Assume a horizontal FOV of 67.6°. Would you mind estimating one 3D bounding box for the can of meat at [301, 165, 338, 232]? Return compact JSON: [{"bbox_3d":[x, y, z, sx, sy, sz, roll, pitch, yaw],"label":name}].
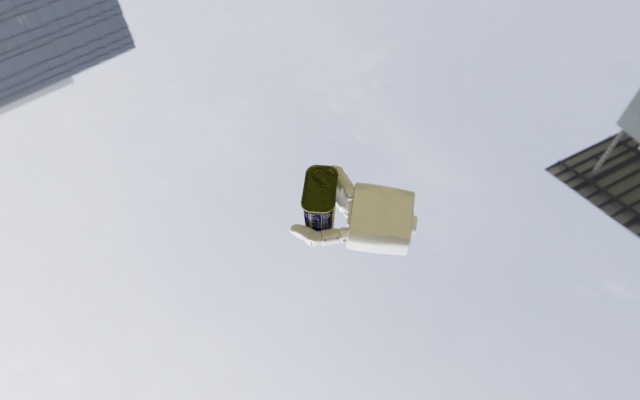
[{"bbox_3d":[0.000,0.003,0.840,0.057,0.102,0.084,4,-36,5],"label":"can of meat"}]
